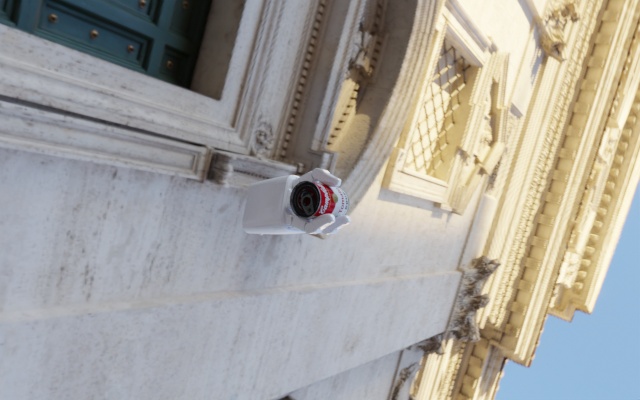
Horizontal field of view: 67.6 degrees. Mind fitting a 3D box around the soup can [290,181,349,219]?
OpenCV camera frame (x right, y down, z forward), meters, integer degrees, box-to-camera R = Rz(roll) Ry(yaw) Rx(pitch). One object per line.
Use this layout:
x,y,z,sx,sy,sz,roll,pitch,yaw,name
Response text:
0.001,0.003,0.890,0.068,0.068,0.102,0,-5,34,soup can
